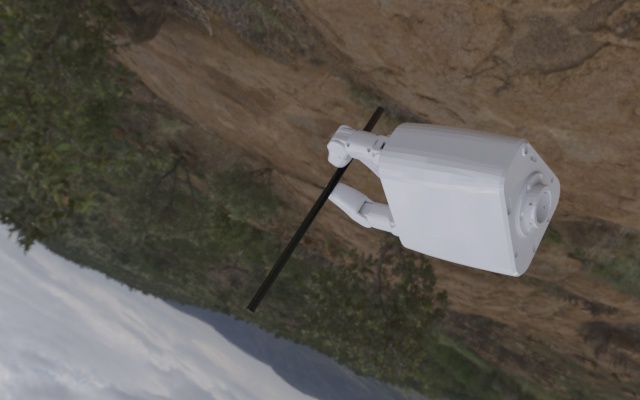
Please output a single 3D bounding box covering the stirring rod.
[{"bbox_3d":[0.000,0.001,0.459,0.011,0.239,0.011,30,-18,10],"label":"stirring rod"}]
